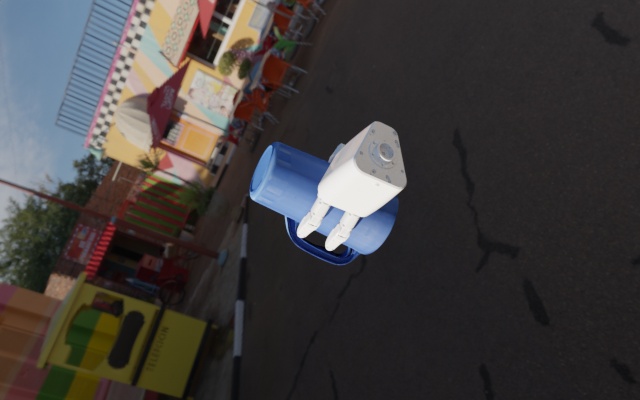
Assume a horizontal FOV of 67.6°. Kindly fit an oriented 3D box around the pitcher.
[{"bbox_3d":[0.000,0.003,0.842,0.243,0.149,0.145,24,-33,-19],"label":"pitcher"}]
